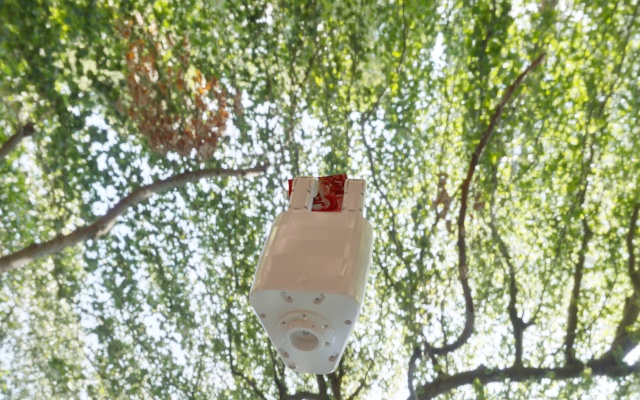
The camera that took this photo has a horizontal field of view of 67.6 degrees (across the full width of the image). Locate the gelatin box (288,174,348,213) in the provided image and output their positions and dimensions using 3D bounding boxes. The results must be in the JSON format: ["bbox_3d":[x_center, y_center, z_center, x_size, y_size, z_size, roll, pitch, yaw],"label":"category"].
[{"bbox_3d":[0.000,0.002,0.554,0.073,0.030,0.089,-5,29,-2],"label":"gelatin box"}]
